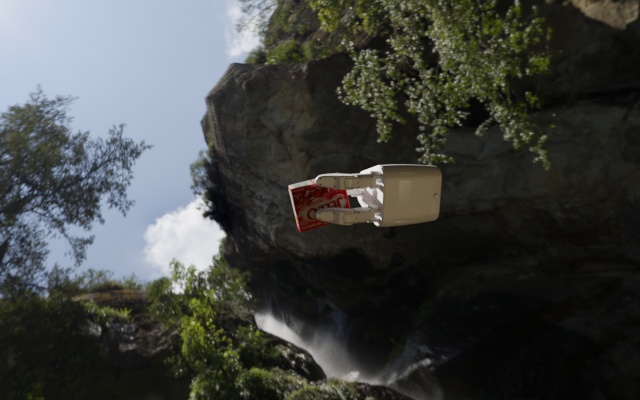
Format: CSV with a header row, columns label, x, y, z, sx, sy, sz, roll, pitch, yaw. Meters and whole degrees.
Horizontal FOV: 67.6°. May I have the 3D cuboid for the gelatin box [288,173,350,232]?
label,x,y,z,sx,sy,sz,roll,pitch,yaw
gelatin box,0.000,0.002,0.763,0.089,0.073,0.030,-15,17,-10
